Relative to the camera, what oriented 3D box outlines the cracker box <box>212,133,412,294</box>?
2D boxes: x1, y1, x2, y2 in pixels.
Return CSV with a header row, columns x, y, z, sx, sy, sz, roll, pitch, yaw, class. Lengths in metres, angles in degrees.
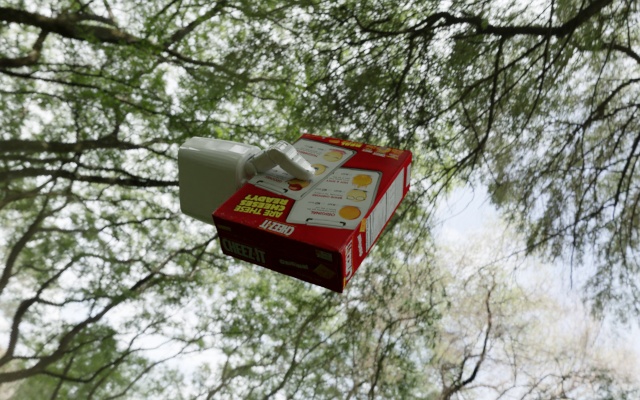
x,y,z,sx,sy,sz,roll,pitch,yaw,class
0.000,0.002,0.592,0.164,0.072,0.213,14,40,25,cracker box
